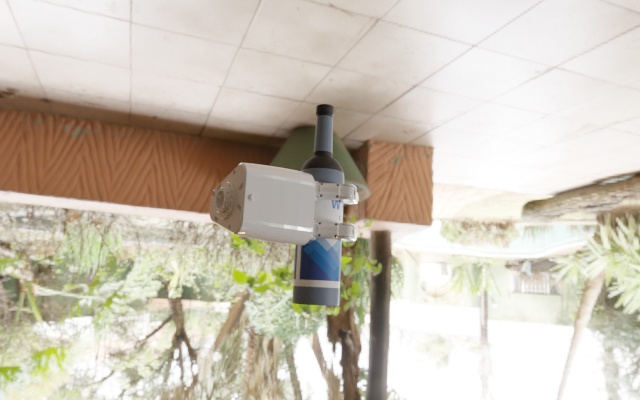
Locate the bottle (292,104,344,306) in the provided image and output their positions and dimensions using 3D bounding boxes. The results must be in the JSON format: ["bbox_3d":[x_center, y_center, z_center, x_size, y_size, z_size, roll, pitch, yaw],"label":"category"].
[{"bbox_3d":[0.000,0.003,0.701,0.069,0.295,0.069,3,-10,0],"label":"bottle"}]
